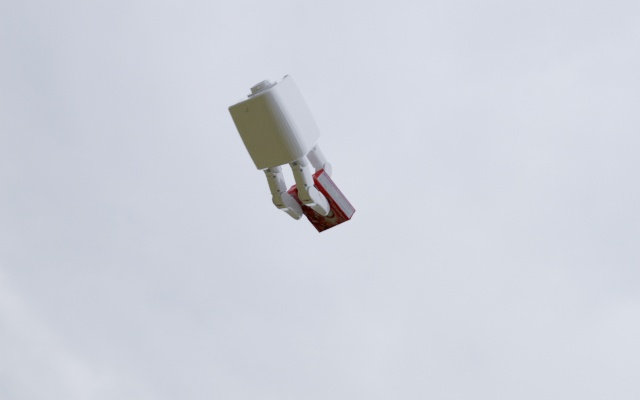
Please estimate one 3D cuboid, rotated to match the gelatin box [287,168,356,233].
[{"bbox_3d":[0.001,0.002,0.753,0.073,0.089,0.030,-27,19,43],"label":"gelatin box"}]
